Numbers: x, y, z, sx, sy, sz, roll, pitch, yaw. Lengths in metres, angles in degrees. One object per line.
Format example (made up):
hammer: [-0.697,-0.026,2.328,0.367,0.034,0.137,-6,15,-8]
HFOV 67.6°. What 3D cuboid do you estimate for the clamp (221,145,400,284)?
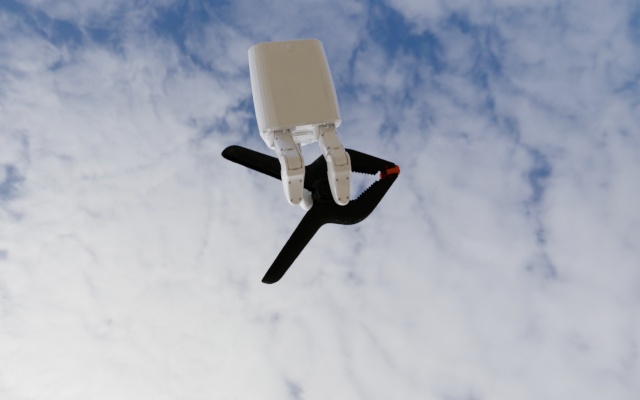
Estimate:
clamp: [0.000,0.002,0.570,0.210,0.164,0.036,-10,-5,-16]
